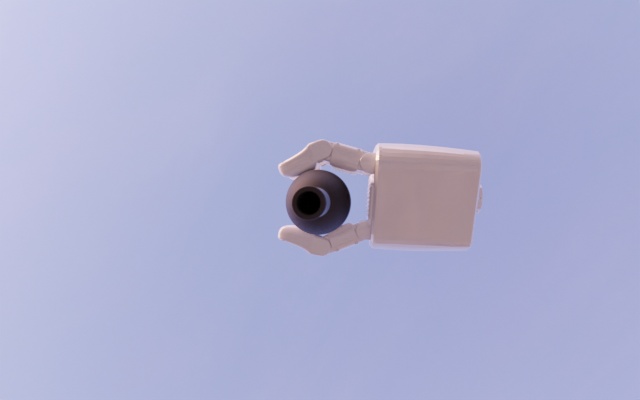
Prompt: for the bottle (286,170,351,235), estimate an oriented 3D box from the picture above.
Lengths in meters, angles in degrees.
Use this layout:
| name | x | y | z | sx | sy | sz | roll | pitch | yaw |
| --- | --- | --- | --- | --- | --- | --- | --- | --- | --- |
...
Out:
| name | x | y | z | sx | sy | sz | roll | pitch | yaw |
| --- | --- | --- | --- | --- | --- | --- | --- | --- | --- |
| bottle | 0.000 | 0.002 | 0.520 | 0.069 | 0.069 | 0.295 | 0 | 0 | 4 |
